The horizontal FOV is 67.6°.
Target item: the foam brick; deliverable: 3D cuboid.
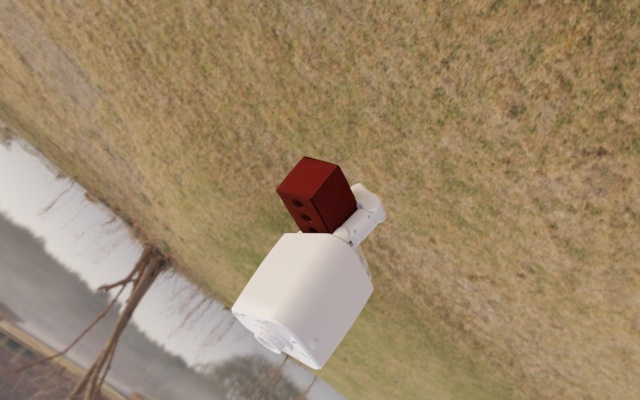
[{"bbox_3d":[0.000,0.001,0.507,0.053,0.051,0.078,17,-33,42],"label":"foam brick"}]
